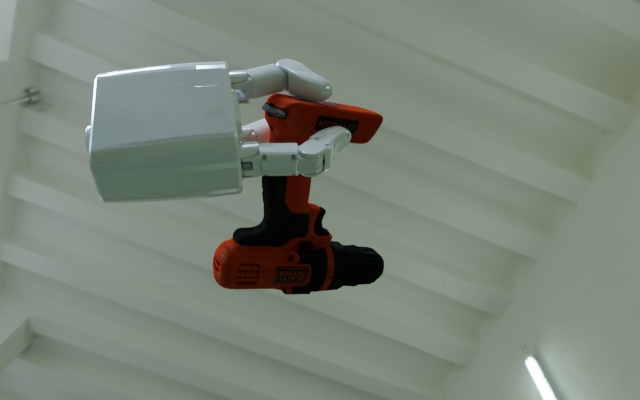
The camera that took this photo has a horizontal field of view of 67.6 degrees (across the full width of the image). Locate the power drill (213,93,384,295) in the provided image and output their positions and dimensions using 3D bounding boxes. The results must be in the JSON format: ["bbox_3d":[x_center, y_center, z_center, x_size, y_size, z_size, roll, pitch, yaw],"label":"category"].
[{"bbox_3d":[0.000,0.001,0.458,0.184,0.188,0.057,4,16,-30],"label":"power drill"}]
